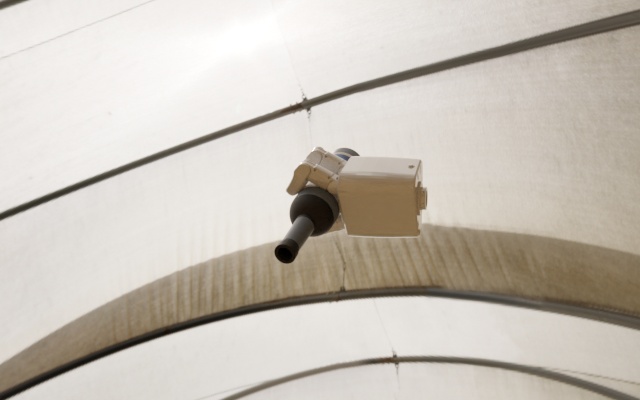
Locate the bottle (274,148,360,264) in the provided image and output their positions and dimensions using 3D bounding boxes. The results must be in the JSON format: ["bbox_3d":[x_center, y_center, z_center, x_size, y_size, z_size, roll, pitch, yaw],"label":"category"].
[{"bbox_3d":[0.000,0.002,0.699,0.069,0.069,0.295,0,25,19],"label":"bottle"}]
